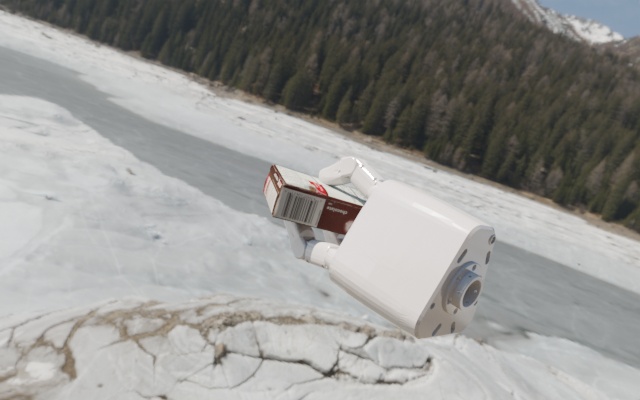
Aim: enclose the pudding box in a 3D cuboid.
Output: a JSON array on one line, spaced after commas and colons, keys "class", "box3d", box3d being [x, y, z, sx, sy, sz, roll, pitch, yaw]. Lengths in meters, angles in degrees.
[{"class": "pudding box", "box3d": [0.000, 0.002, 0.512, 0.113, 0.039, 0.090, 17, 11, -17]}]
